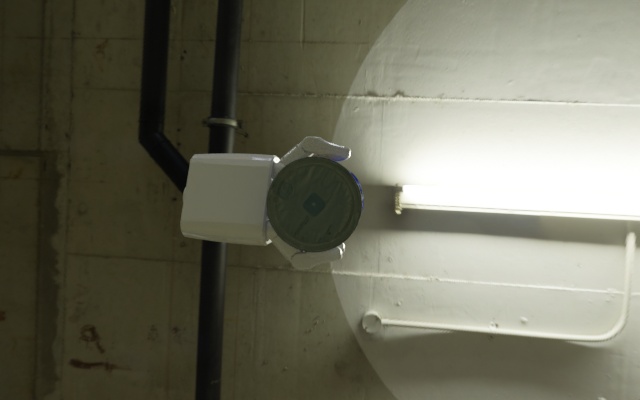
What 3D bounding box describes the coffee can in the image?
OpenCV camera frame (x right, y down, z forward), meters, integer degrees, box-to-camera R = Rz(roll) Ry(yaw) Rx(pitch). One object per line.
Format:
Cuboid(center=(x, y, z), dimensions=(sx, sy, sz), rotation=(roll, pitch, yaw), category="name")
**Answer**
Cuboid(center=(0.000, 0.002, 0.574), dimensions=(0.103, 0.103, 0.140), rotation=(0, 2, 6), category="coffee can")
